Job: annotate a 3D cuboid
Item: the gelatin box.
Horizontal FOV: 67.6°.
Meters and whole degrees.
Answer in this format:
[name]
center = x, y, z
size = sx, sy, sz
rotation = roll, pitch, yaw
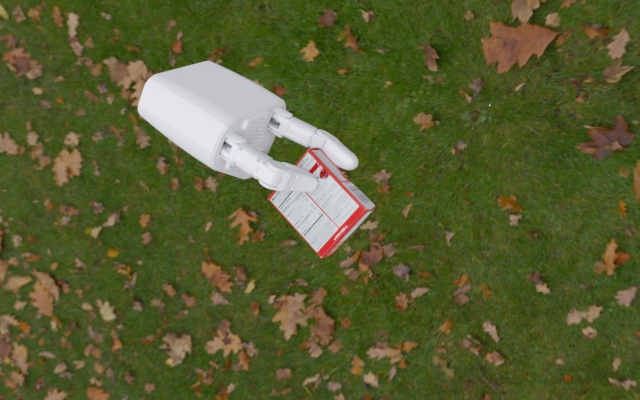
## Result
[gelatin box]
center = 0.000, 0.002, 0.489
size = 0.073, 0.089, 0.030
rotation = -49, -16, 23
